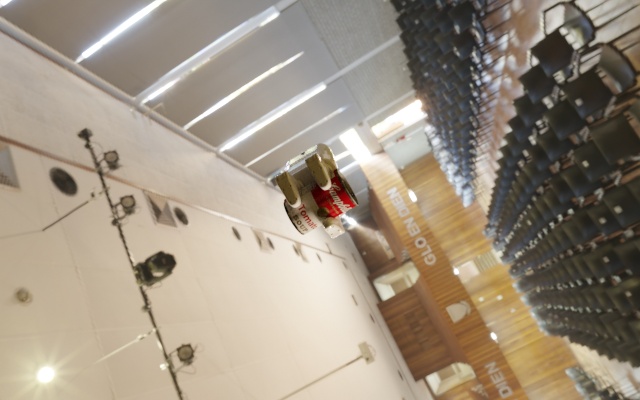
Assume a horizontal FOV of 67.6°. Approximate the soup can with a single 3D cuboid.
[{"bbox_3d":[0.000,0.003,0.762,0.102,0.068,0.068,-30,-5,9],"label":"soup can"}]
